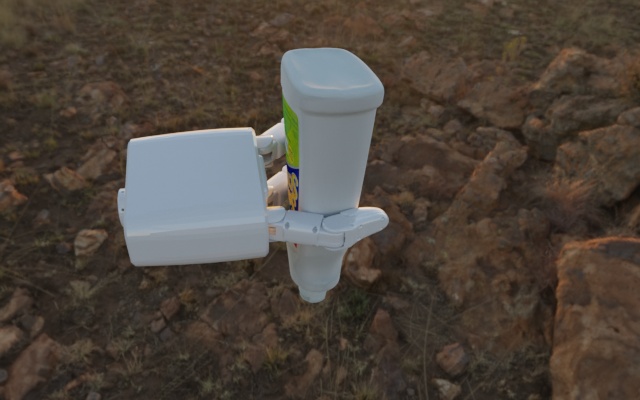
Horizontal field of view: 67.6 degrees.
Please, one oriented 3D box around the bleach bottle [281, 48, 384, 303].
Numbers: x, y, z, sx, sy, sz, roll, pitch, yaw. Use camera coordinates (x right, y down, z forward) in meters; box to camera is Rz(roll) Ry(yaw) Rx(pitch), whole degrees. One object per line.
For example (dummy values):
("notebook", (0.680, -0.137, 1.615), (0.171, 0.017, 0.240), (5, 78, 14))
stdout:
("bleach bottle", (0.000, 0.001, 0.430), (0.068, 0.251, 0.102), (-6, 36, -13))
